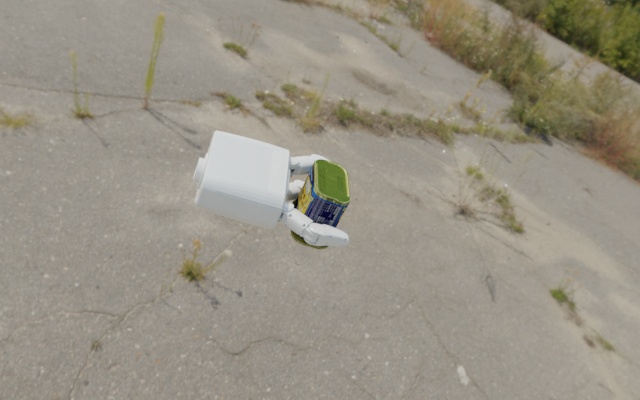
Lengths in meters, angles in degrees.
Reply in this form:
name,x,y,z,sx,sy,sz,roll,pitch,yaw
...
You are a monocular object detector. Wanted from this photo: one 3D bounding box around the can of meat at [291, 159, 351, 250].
name,x,y,z,sx,sy,sz,roll,pitch,yaw
can of meat,0.000,0.002,0.664,0.057,0.084,0.102,18,33,-14
